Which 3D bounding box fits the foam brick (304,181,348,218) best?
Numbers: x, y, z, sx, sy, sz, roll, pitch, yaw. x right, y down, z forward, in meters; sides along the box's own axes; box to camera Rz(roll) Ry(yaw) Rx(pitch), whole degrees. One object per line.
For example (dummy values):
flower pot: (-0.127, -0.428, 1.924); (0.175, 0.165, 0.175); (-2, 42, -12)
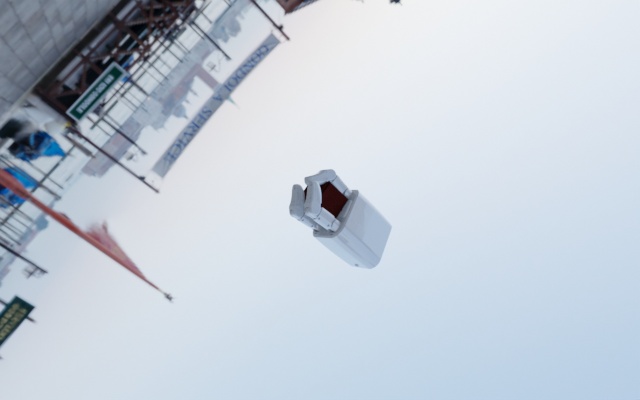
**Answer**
foam brick: (0.000, 0.003, 0.870); (0.051, 0.053, 0.078); (42, -20, -23)
